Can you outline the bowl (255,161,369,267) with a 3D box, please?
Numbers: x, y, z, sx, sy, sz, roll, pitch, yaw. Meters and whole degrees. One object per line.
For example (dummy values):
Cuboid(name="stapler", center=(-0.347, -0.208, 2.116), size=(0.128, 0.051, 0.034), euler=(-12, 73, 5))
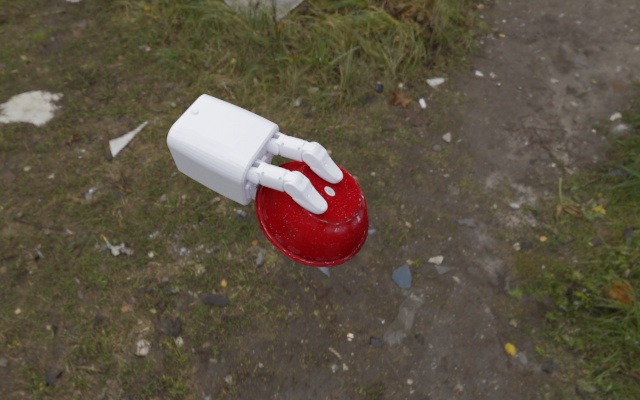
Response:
Cuboid(name="bowl", center=(0.001, 0.002, 0.618), size=(0.162, 0.162, 0.055), euler=(0, -30, -25))
